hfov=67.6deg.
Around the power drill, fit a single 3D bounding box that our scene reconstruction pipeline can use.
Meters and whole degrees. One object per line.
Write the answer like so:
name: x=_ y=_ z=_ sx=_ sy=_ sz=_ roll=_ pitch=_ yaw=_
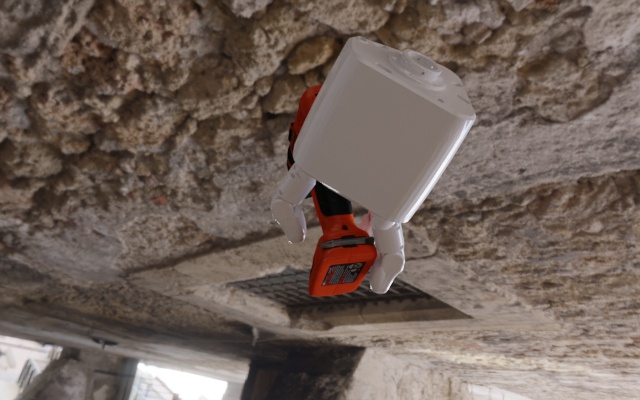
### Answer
power drill: x=0.000 y=0.002 z=0.511 sx=0.057 sy=0.187 sz=0.184 roll=-7 pitch=-28 yaw=-12
